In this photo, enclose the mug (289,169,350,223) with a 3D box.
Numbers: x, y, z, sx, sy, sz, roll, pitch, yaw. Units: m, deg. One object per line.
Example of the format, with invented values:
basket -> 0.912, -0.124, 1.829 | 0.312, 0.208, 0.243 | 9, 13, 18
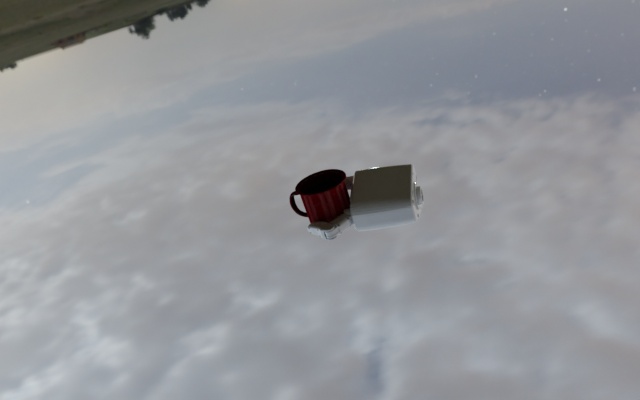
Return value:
mug -> -0.001, 0.003, 0.852 | 0.117, 0.081, 0.093 | -8, 28, 21
